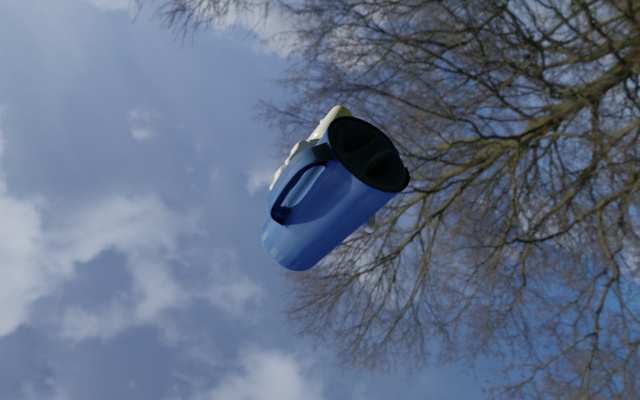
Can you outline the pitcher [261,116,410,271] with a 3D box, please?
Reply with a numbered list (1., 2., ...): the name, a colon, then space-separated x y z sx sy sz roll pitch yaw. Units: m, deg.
1. pitcher: 0.000 0.002 0.702 0.149 0.243 0.145 35 39 -8
